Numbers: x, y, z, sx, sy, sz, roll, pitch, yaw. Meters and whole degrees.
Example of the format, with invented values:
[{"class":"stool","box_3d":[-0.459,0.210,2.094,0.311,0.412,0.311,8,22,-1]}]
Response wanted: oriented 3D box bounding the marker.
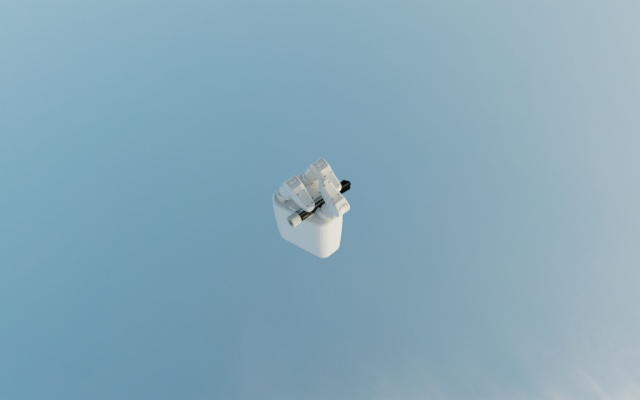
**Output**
[{"class":"marker","box_3d":[0.000,0.002,0.747,0.121,0.020,0.020,-34,14,-23]}]
